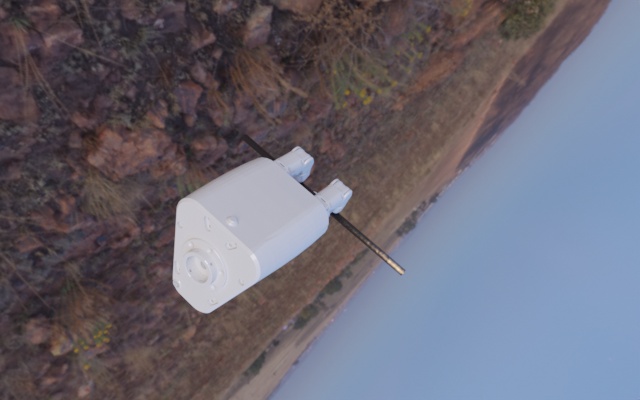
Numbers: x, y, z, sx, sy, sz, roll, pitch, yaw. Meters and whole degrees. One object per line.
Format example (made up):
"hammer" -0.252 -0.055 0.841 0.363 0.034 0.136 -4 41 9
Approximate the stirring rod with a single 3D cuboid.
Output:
"stirring rod" 0.000 0.002 0.540 0.239 0.011 0.011 41 9 11
